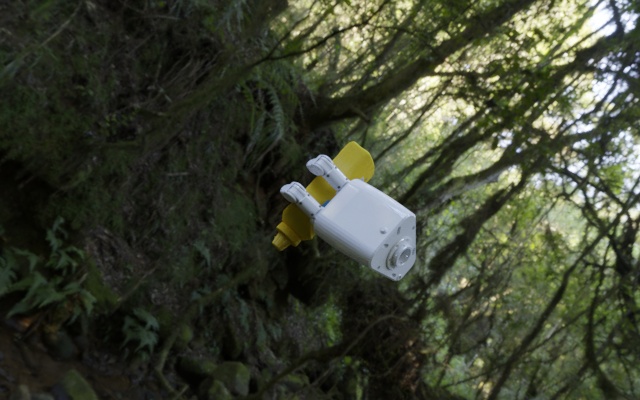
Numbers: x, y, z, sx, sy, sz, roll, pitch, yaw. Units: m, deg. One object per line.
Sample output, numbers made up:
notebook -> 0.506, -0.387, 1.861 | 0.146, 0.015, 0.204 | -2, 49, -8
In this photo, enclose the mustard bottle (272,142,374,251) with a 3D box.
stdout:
mustard bottle -> 0.000, 0.002, 0.723 | 0.058, 0.191, 0.096 | 40, -13, 15
